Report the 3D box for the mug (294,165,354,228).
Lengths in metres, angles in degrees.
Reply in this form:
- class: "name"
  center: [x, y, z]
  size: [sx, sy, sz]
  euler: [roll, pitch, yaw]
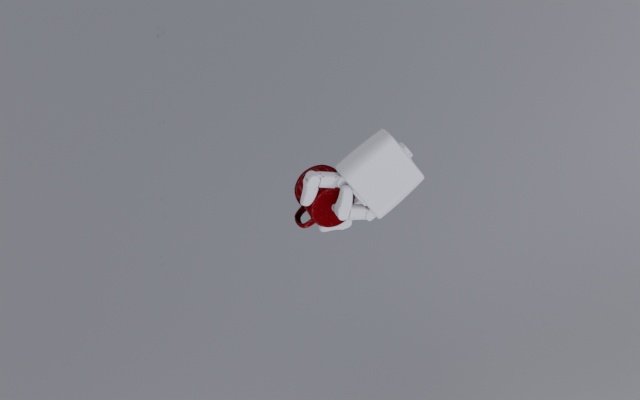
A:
- class: "mug"
  center: [-0.001, 0.004, 0.849]
  size: [0.093, 0.117, 0.081]
  euler: [44, 7, -33]
